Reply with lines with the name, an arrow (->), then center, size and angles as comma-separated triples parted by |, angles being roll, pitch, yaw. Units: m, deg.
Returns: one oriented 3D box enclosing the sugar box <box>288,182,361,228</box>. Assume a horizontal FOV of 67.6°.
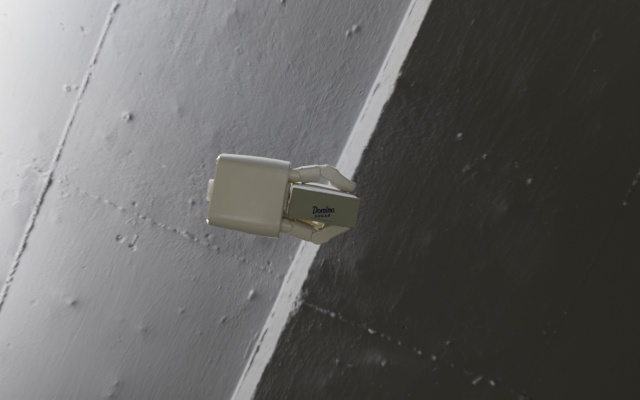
sugar box -> 0.000, 0.003, 0.697 | 0.093, 0.048, 0.176 | 10, 7, -4
